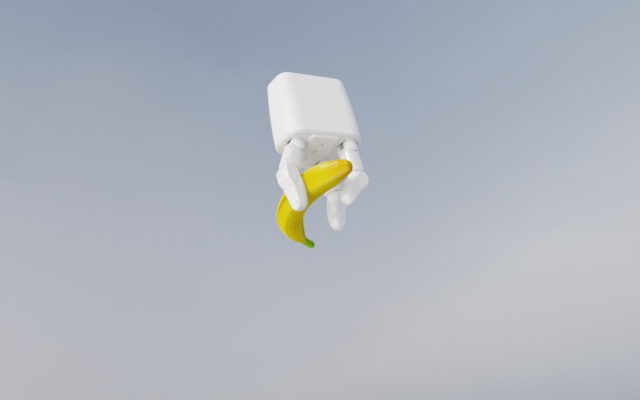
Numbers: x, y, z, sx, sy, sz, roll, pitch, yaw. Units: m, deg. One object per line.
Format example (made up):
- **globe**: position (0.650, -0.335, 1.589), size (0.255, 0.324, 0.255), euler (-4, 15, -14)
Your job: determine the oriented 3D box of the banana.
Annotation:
- **banana**: position (-0.019, 0.003, 0.636), size (0.069, 0.037, 0.198), euler (5, -34, -15)
